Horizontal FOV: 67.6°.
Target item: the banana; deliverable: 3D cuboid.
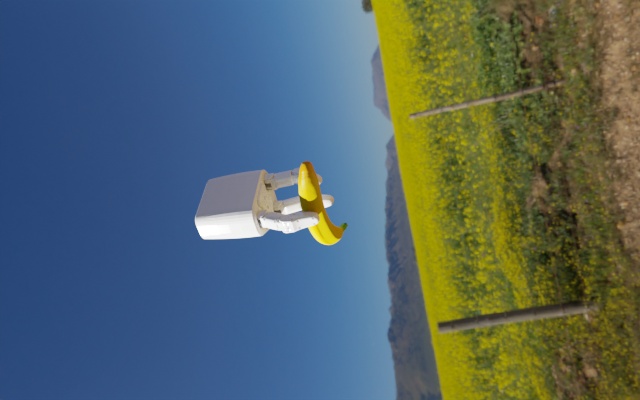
[{"bbox_3d":[-0.001,0.020,0.768,0.037,0.069,0.198,-3,-34,19],"label":"banana"}]
